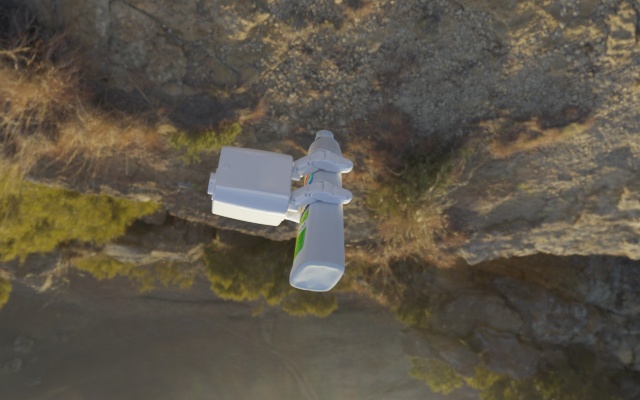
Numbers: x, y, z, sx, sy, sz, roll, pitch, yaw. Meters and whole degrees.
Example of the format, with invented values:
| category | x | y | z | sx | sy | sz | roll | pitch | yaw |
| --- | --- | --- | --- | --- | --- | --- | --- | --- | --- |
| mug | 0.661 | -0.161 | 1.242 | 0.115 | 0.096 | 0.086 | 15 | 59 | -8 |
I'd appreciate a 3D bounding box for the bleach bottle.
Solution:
| category | x | y | z | sx | sy | sz | roll | pitch | yaw |
| --- | --- | --- | --- | --- | --- | --- | --- | --- | --- |
| bleach bottle | 0.000 | 0.002 | 0.729 | 0.068 | 0.250 | 0.103 | 10 | -33 | -12 |
